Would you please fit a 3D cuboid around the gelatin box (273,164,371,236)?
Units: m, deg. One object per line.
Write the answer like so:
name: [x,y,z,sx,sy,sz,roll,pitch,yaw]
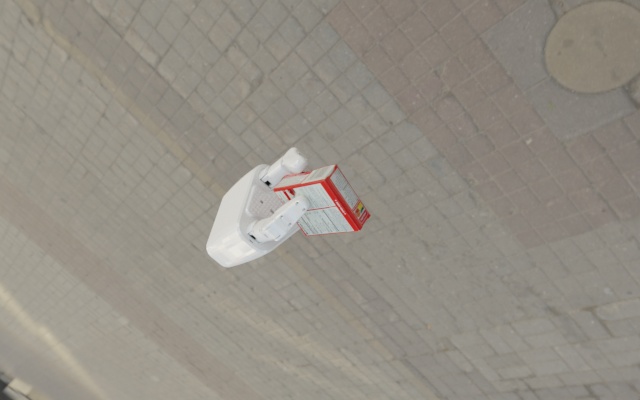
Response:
gelatin box: [0.000,0.002,0.530,0.089,0.073,0.030,-9,35,46]
